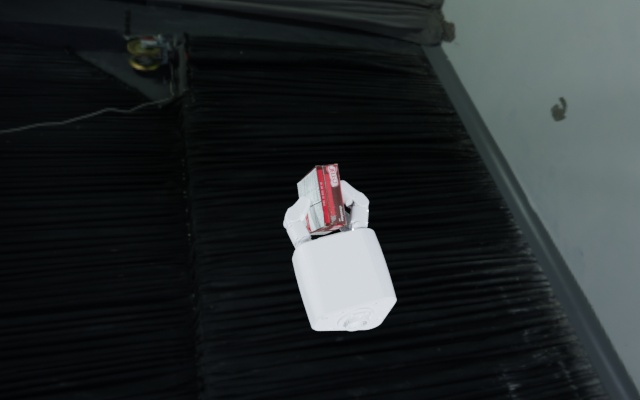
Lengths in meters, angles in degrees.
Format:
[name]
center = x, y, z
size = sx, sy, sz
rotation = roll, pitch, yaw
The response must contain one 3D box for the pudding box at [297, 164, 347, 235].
[pudding box]
center = 0.000, 0.002, 0.717
size = 0.039, 0.090, 0.113
rotation = -4, -9, -20
